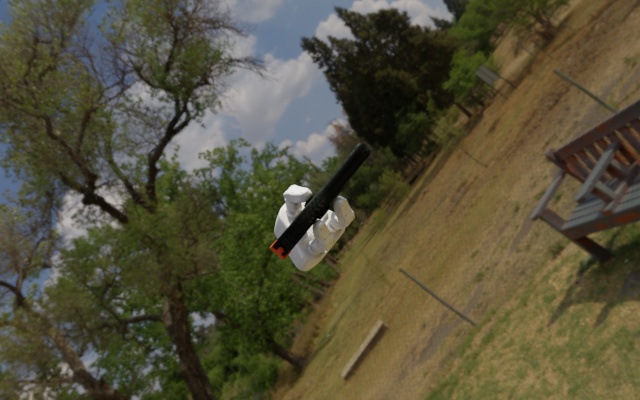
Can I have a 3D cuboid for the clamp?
[{"bbox_3d":[-0.001,0.002,0.754,0.036,0.210,0.165,40,-24,3],"label":"clamp"}]
